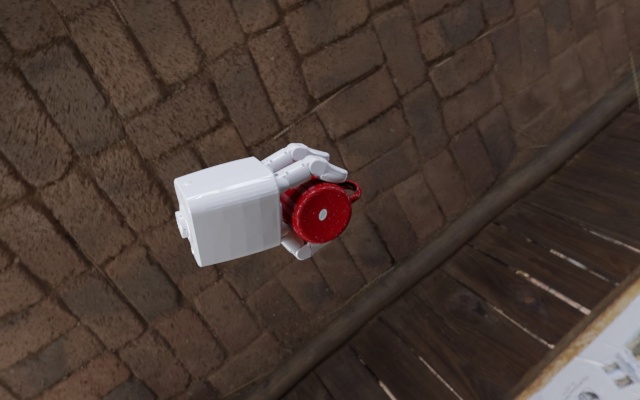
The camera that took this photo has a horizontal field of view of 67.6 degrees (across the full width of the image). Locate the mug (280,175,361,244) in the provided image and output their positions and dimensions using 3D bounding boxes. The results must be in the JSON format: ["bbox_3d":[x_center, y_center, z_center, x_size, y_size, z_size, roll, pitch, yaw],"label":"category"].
[{"bbox_3d":[0.002,0.002,0.634,0.117,0.093,0.081,-18,27,-19],"label":"mug"}]
